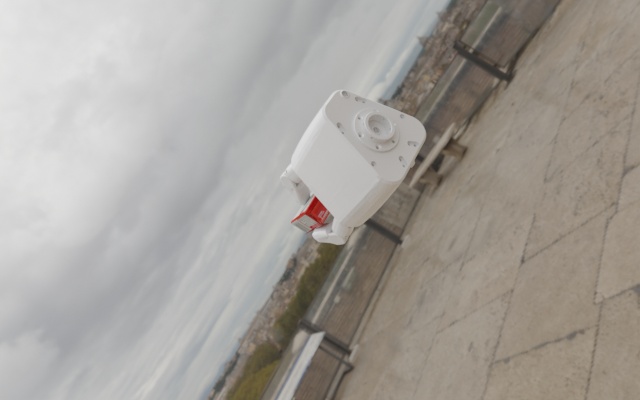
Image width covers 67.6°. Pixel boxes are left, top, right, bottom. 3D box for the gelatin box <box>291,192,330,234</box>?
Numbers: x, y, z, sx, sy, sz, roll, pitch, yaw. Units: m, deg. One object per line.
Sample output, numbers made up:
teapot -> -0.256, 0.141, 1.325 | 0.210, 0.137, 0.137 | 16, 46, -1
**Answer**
gelatin box -> 0.000, 0.002, 0.625 | 0.030, 0.073, 0.089 | 35, -18, -6
